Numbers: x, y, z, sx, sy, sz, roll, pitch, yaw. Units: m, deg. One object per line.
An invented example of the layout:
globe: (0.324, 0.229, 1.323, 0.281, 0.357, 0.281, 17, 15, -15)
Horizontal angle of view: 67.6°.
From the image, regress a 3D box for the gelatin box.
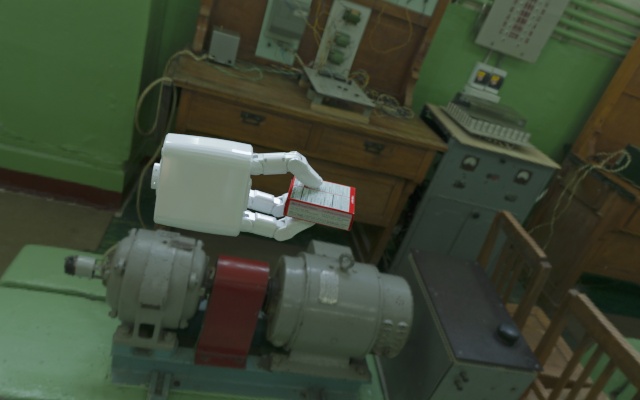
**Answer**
gelatin box: (0.001, 0.002, 0.629, 0.089, 0.030, 0.073, 12, 28, -2)
